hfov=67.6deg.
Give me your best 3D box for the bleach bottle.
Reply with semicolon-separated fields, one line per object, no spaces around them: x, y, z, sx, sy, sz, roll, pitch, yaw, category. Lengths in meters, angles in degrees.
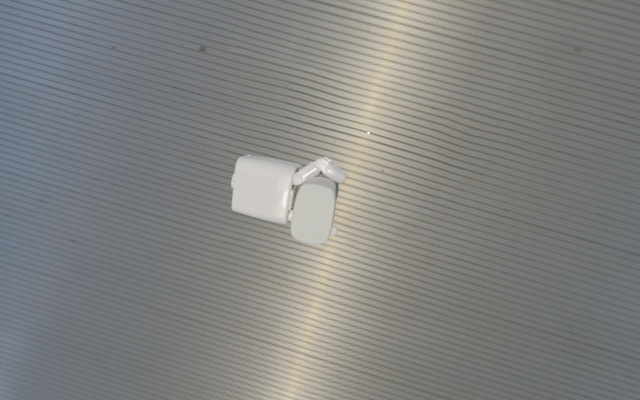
0.000;0.003;0.885;0.068;0.102;0.251;11;9;4;bleach bottle
